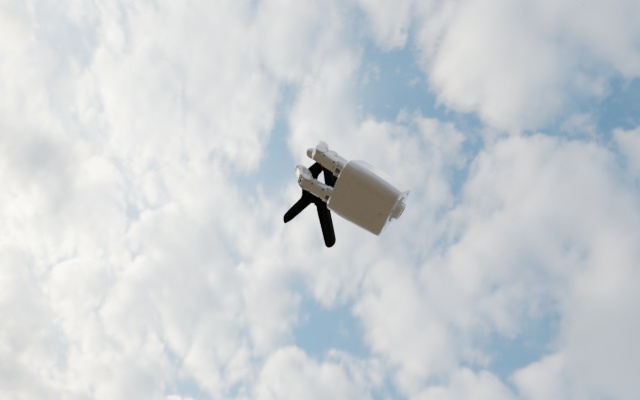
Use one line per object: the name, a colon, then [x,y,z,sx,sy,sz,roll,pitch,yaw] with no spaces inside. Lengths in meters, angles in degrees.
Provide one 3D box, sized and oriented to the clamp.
clamp: [0.000,0.003,0.887,0.120,0.171,0.039,32,32,16]
